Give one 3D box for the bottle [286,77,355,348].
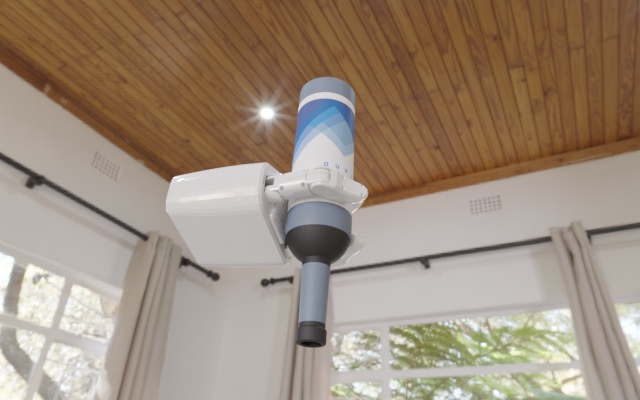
[{"bbox_3d":[0.000,0.001,0.499,0.069,0.295,0.069,3,-31,2],"label":"bottle"}]
